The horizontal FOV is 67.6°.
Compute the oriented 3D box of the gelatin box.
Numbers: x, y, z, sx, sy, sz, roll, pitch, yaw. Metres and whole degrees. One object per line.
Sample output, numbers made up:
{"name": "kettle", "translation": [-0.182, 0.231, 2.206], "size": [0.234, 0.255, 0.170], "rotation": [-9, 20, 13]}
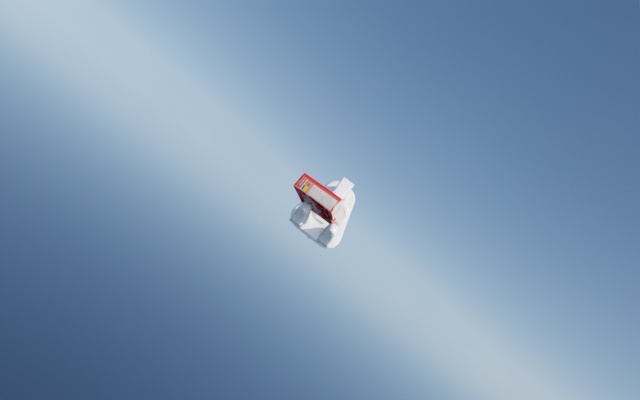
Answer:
{"name": "gelatin box", "translation": [0.000, 0.002, 0.736], "size": [0.073, 0.030, 0.089], "rotation": [36, -11, 17]}
